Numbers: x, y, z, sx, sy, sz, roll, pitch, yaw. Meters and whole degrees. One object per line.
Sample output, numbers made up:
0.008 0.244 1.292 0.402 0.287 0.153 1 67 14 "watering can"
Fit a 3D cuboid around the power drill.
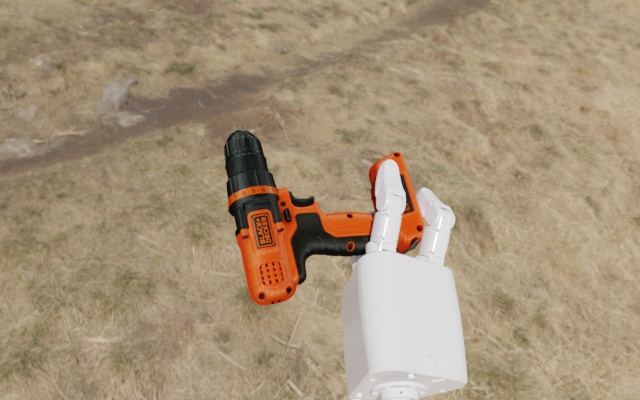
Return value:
0.001 0.002 0.495 0.187 0.184 0.057 -10 -17 -12 "power drill"
